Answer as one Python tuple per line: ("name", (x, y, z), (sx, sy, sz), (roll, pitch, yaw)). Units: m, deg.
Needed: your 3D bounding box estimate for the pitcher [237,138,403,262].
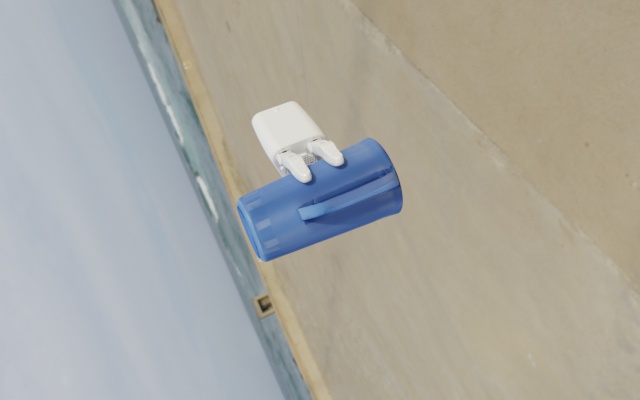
("pitcher", (0.000, 0.002, 0.746), (0.243, 0.145, 0.149), (-23, -37, -13))
